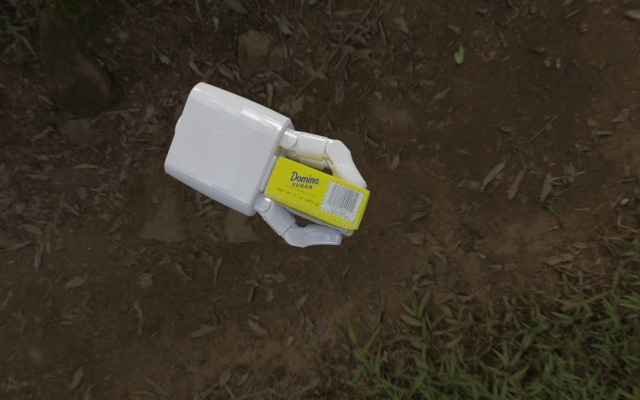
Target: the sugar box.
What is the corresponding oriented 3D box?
[{"bbox_3d":[0.000,0.001,0.520,0.093,0.048,0.176,22,-2,3],"label":"sugar box"}]
